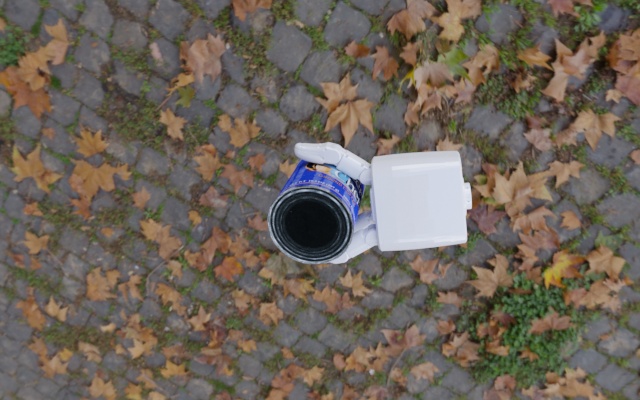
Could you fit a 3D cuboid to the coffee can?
[{"bbox_3d":[0.000,0.002,0.612,0.103,0.103,0.140,0,24,11],"label":"coffee can"}]
